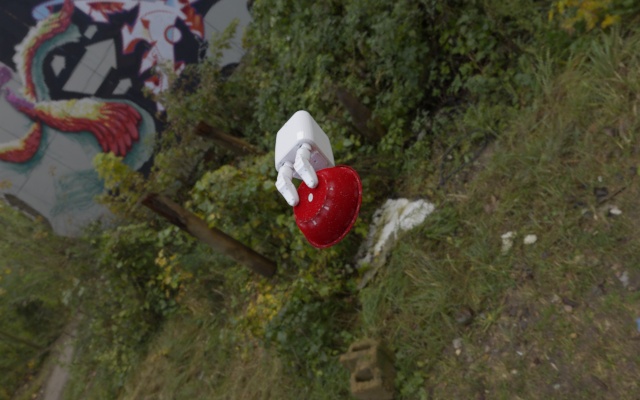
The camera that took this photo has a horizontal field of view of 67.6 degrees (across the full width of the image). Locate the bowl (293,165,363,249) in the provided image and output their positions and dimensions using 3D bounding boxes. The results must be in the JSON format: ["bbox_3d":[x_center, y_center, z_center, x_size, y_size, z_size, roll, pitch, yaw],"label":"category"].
[{"bbox_3d":[0.000,0.003,0.865,0.055,0.162,0.162,23,-14,-37],"label":"bowl"}]
